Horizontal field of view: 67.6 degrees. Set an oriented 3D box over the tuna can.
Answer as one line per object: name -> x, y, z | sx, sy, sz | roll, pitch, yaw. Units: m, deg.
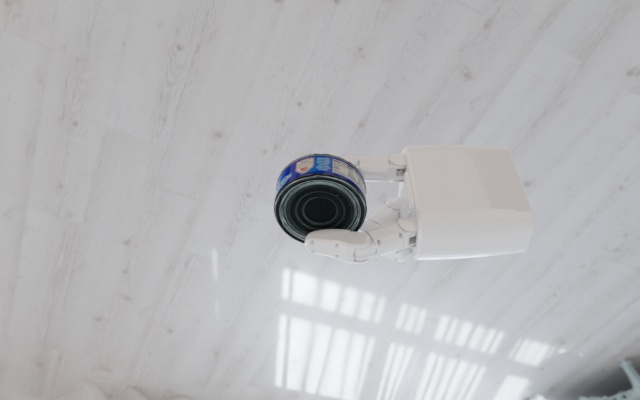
tuna can -> 0.000, 0.002, 0.440 | 0.086, 0.086, 0.033 | 0, 38, 2
